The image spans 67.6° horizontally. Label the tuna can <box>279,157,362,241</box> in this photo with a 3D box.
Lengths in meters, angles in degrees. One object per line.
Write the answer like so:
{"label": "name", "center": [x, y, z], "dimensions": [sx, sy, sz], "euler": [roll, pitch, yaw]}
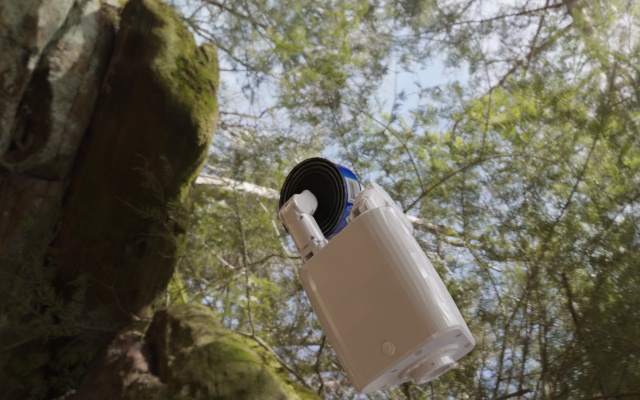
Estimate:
{"label": "tuna can", "center": [0.000, 0.002, 0.482], "dimensions": [0.086, 0.086, 0.034], "euler": [0, -9, 40]}
